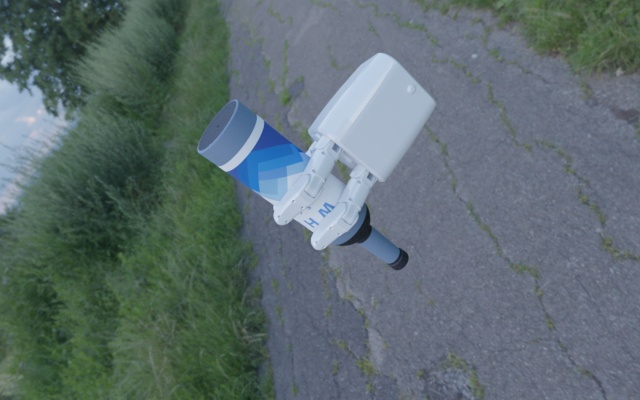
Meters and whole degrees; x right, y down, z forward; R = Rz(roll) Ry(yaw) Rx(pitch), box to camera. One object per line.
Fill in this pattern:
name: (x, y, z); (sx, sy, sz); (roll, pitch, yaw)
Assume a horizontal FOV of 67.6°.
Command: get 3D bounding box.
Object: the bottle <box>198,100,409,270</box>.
bottle: (0.000, 0.002, 0.550); (0.296, 0.069, 0.069); (37, -19, -28)
